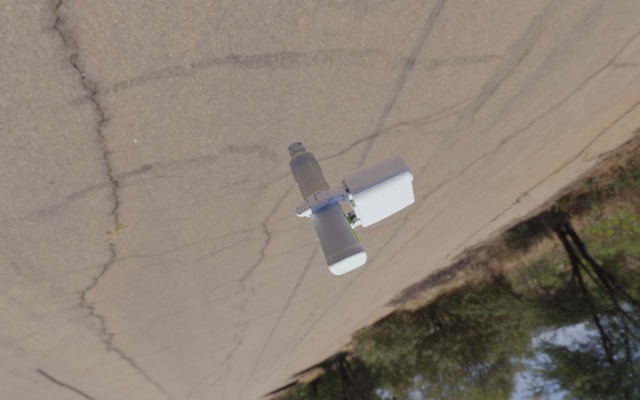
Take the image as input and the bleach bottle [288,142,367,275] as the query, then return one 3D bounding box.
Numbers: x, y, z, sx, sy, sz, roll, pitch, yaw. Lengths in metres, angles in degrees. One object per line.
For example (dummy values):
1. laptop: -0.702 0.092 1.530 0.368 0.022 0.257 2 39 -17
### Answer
1. bleach bottle: 0.000 0.003 0.846 0.068 0.250 0.103 -25 -19 0
